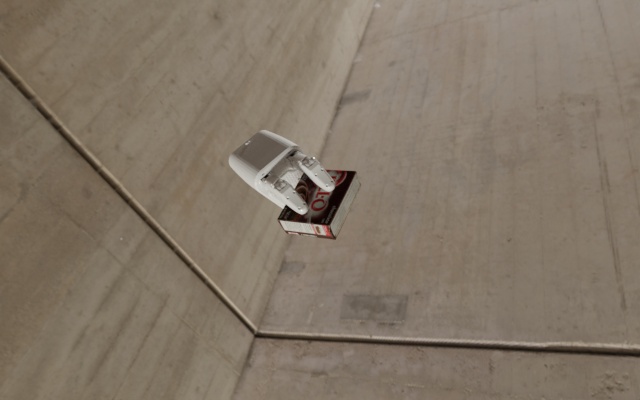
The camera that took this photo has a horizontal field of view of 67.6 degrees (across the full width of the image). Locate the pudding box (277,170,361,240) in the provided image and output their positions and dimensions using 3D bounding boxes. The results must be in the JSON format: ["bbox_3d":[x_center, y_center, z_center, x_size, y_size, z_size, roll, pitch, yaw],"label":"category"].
[{"bbox_3d":[0.000,0.002,0.723,0.090,0.113,0.039,4,-38,30],"label":"pudding box"}]
